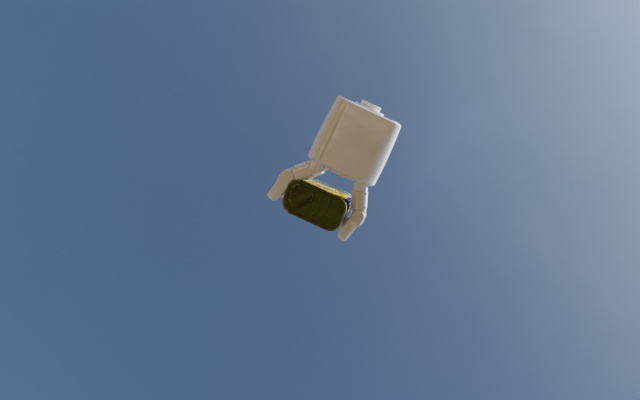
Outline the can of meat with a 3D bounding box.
[{"bbox_3d":[0.000,0.003,0.782,0.102,0.057,0.084,24,12,11],"label":"can of meat"}]
